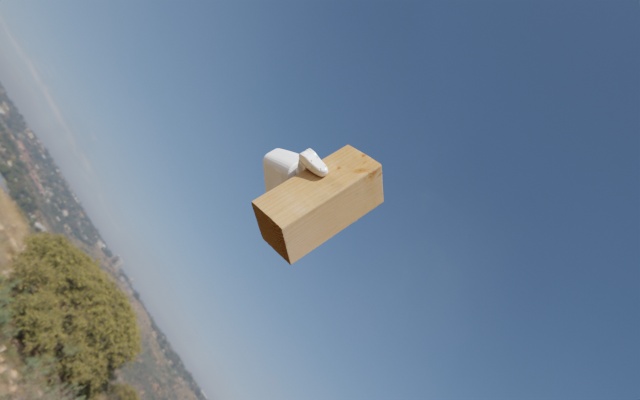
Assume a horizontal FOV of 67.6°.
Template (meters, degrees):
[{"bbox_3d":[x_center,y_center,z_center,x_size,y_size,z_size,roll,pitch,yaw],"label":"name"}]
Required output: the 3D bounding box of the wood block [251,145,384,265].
[{"bbox_3d":[0.000,0.002,0.806,0.206,0.091,0.090,-33,47,-22],"label":"wood block"}]
